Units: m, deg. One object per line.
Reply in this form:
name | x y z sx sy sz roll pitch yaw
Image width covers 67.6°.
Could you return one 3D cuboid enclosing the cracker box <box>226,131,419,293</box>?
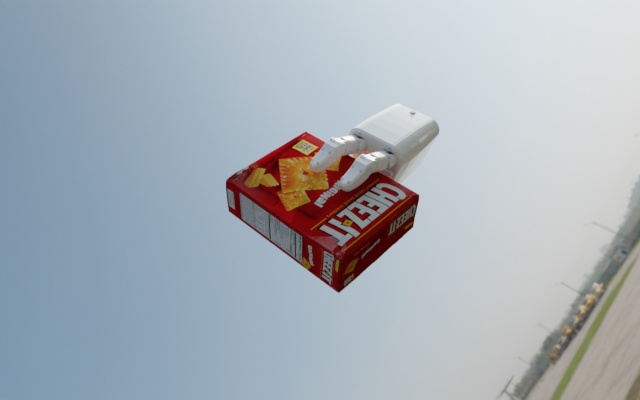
cracker box | 0.000 0.002 0.658 0.213 0.072 0.164 32 50 30
